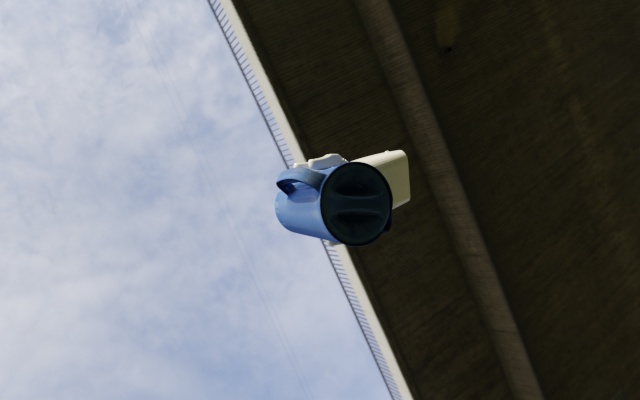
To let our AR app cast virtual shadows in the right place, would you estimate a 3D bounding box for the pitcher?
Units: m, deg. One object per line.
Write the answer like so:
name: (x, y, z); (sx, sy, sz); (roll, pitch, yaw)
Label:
pitcher: (0.000, 0.003, 0.840); (0.145, 0.149, 0.243); (-20, 8, -25)
